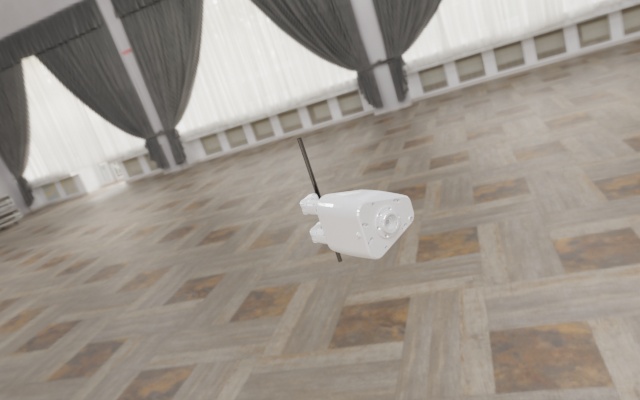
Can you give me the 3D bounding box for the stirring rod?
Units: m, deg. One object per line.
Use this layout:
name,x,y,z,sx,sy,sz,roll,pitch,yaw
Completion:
stirring rod,0.000,0.003,0.854,0.011,0.239,0.011,-17,16,5
